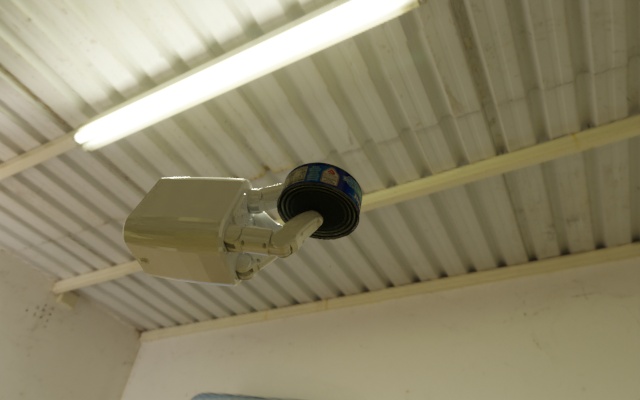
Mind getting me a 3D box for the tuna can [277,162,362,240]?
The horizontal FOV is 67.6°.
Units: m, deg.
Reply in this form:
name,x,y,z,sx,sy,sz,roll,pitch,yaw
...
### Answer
name,x,y,z,sx,sy,sz,roll,pitch,yaw
tuna can,0.000,0.001,0.497,0.086,0.033,0.086,8,-41,7
